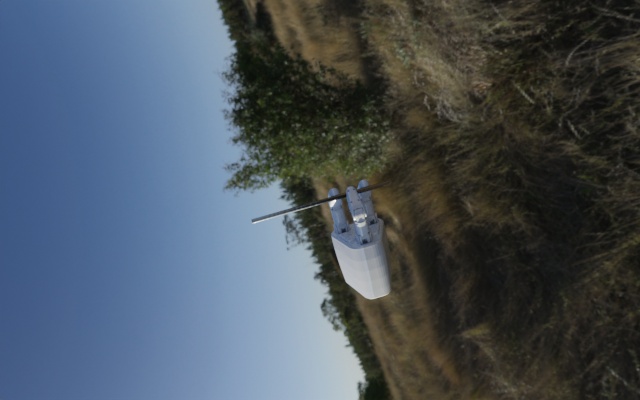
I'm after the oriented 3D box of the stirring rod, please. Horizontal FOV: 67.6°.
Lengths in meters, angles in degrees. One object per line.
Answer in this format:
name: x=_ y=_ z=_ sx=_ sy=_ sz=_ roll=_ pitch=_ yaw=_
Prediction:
stirring rod: x=0.000 y=0.003 z=0.811 sx=0.239 sy=0.011 sz=0.011 roll=-16 pitch=1 yaw=-2
